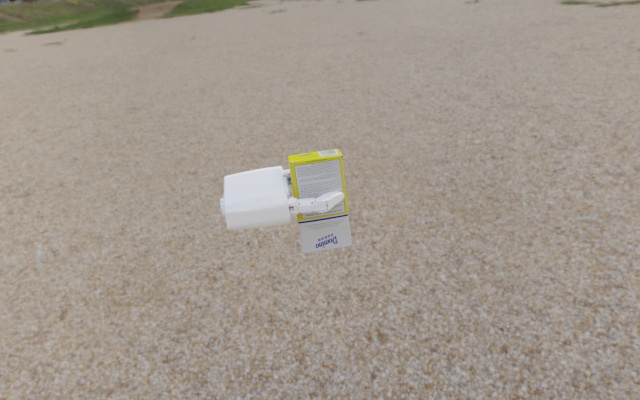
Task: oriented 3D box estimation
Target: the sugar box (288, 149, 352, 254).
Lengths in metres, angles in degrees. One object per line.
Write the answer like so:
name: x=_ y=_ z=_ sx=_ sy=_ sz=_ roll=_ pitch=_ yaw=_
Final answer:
sugar box: x=0.000 y=0.002 z=0.852 sx=0.093 sy=0.176 sz=0.048 roll=-8 pitch=24 yaw=-4
